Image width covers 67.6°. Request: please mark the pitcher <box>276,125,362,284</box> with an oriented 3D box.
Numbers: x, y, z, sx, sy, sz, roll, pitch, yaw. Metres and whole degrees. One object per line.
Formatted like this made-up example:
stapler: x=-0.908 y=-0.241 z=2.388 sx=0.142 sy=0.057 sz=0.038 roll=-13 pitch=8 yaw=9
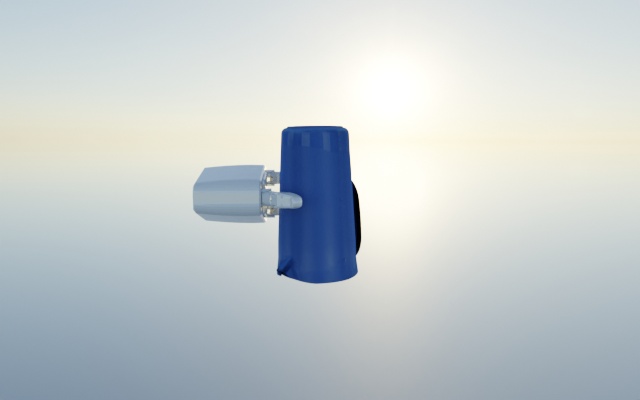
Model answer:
pitcher: x=0.000 y=0.003 z=0.775 sx=0.145 sy=0.243 sz=0.149 roll=-1 pitch=7 yaw=0
